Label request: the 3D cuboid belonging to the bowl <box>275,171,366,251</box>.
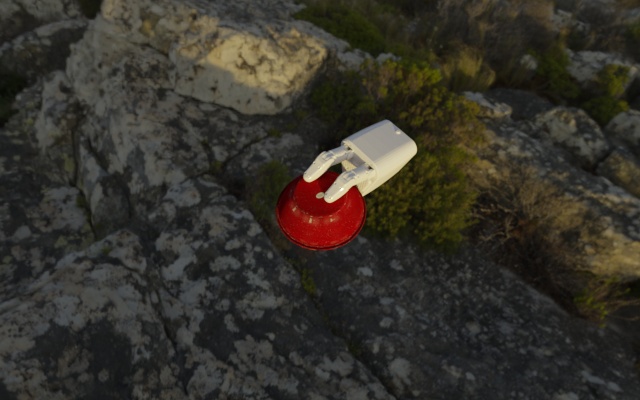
[{"bbox_3d":[-0.001,0.003,0.826,0.162,0.162,0.055,0,-31,1],"label":"bowl"}]
